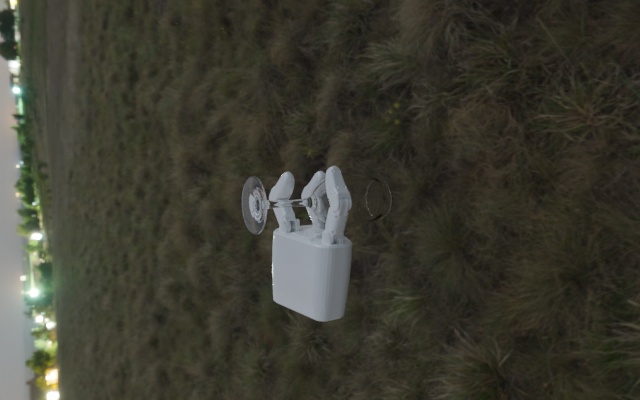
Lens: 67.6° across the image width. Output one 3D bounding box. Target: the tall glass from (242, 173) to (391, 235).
[{"bbox_3d":[0.000,0.002,0.652,0.201,0.079,0.079,-3,2,-31],"label":"tall glass"}]
